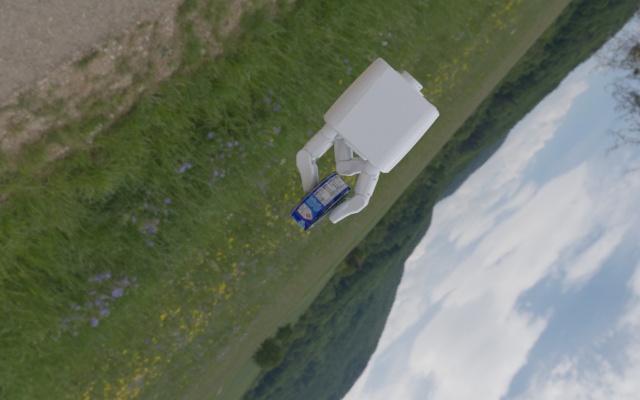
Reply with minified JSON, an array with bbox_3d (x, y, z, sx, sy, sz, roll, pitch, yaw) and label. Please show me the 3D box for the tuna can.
[{"bbox_3d":[0.000,0.003,0.645,0.086,0.034,0.086,-43,-4,-4],"label":"tuna can"}]
